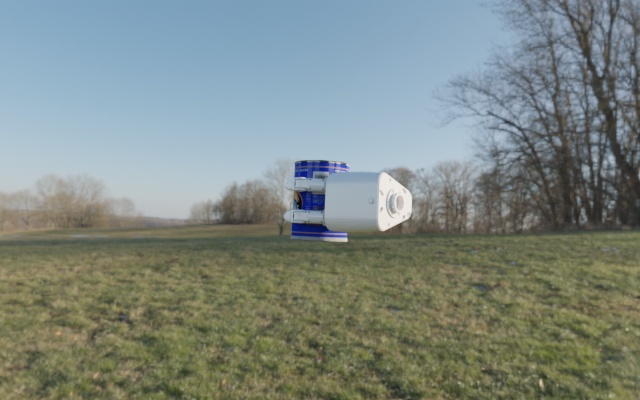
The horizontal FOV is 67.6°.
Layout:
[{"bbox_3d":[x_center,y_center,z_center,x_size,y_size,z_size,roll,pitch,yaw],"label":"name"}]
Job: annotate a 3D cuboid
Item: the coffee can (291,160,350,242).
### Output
[{"bbox_3d":[0.000,0.003,0.868,0.103,0.140,0.103,3,-3,0],"label":"coffee can"}]
